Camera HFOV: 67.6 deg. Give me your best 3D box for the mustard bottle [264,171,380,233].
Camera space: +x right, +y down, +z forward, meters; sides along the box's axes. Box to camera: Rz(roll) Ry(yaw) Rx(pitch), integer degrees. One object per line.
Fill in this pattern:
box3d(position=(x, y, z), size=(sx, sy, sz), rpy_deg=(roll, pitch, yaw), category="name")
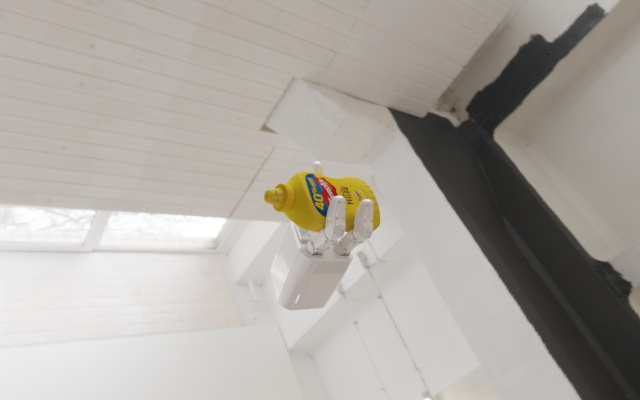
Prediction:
box3d(position=(0.000, 0.002, 0.718), size=(0.191, 0.096, 0.058), rpy_deg=(6, -35, -38), category="mustard bottle")
